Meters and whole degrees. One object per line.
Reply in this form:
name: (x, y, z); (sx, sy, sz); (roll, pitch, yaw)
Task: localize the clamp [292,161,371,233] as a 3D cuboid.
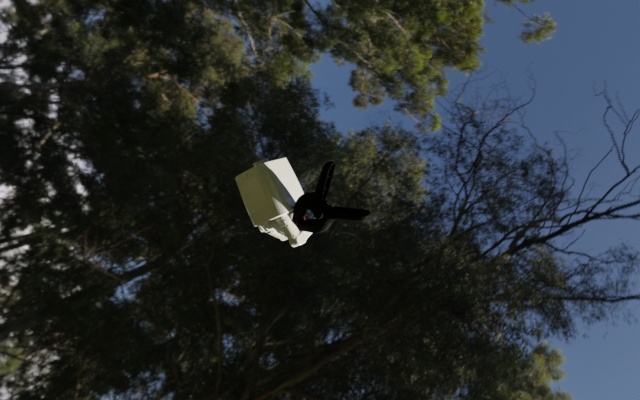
clamp: (0.000, 0.003, 0.865); (0.171, 0.120, 0.039); (-22, 4, 39)
